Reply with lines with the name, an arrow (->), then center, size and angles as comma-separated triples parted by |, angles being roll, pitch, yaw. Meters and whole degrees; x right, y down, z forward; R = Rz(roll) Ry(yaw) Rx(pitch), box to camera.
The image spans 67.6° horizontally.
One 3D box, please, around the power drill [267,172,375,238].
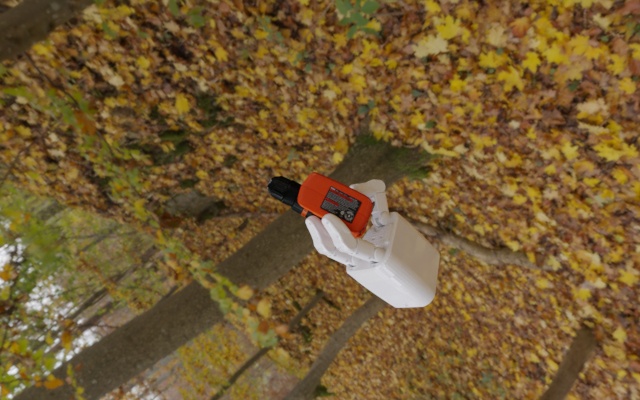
power drill -> 0.000, 0.003, 0.749 | 0.184, 0.057, 0.187 | 25, -5, -2
